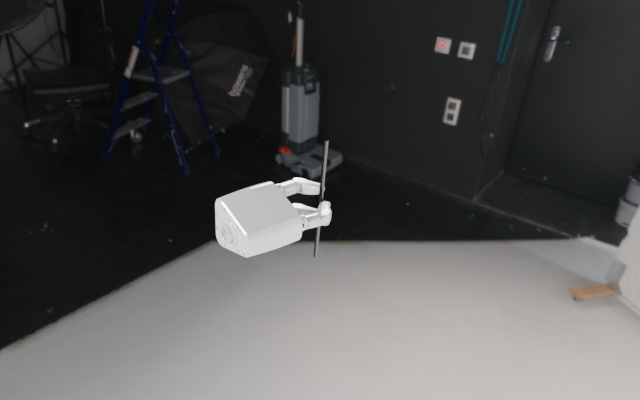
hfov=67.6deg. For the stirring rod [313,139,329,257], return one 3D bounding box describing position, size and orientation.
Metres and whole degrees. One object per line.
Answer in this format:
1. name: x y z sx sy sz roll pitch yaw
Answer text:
1. stirring rod: 0.000 0.003 0.863 0.011 0.240 0.011 4 29 -2
